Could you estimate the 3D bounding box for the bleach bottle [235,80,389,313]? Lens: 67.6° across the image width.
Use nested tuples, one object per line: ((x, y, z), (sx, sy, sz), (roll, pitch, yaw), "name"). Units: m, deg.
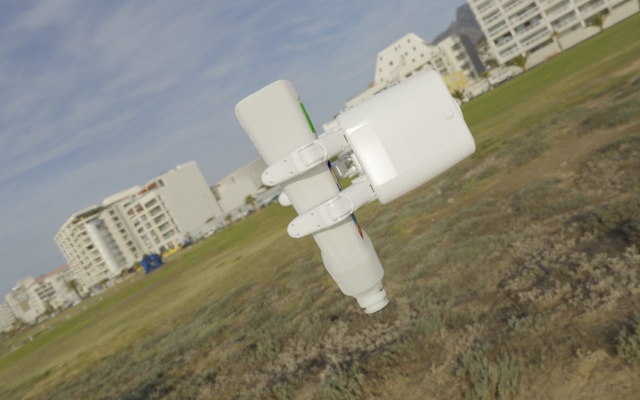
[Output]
((0.000, 0.002, 0.507), (0.068, 0.251, 0.102), (-28, 4, 3), "bleach bottle")
